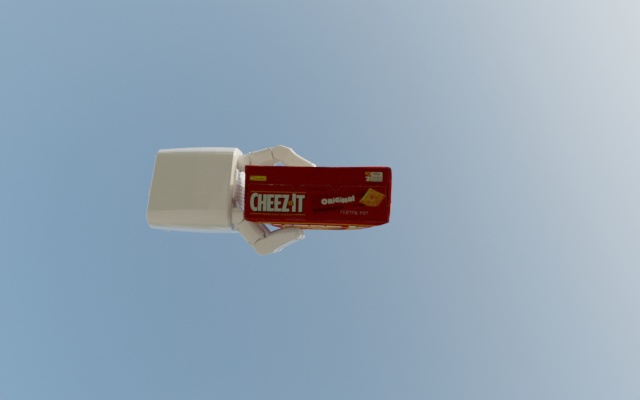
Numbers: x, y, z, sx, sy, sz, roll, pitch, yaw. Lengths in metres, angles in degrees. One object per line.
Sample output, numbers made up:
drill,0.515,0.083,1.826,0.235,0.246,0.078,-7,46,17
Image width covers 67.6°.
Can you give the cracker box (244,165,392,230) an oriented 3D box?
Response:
cracker box,0.000,0.002,0.626,0.164,0.072,0.214,1,-4,2
